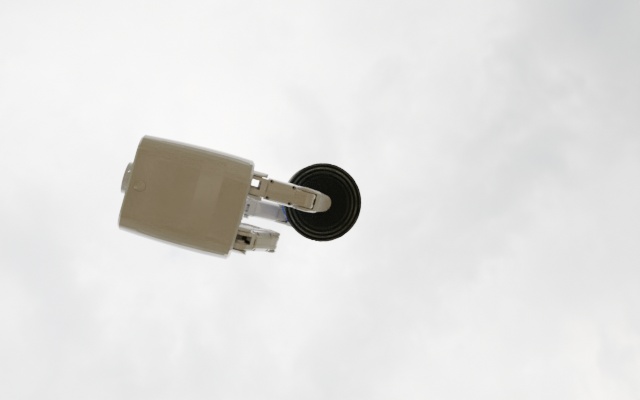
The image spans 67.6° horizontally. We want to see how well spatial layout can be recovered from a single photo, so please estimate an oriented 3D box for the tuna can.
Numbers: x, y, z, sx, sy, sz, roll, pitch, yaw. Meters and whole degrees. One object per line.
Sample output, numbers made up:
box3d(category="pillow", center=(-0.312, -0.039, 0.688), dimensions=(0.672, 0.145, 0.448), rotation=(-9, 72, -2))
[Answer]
box3d(category="tuna can", center=(0.000, 0.002, 0.531), dimensions=(0.086, 0.086, 0.034), rotation=(0, 2, -11))
